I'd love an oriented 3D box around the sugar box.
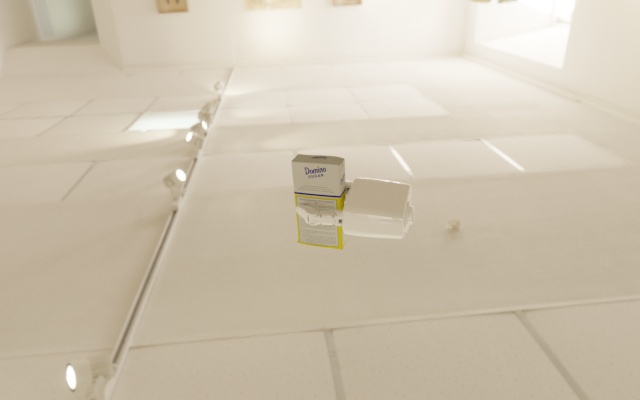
[{"bbox_3d":[0.000,0.003,0.895,0.093,0.176,0.048,6,26,17],"label":"sugar box"}]
